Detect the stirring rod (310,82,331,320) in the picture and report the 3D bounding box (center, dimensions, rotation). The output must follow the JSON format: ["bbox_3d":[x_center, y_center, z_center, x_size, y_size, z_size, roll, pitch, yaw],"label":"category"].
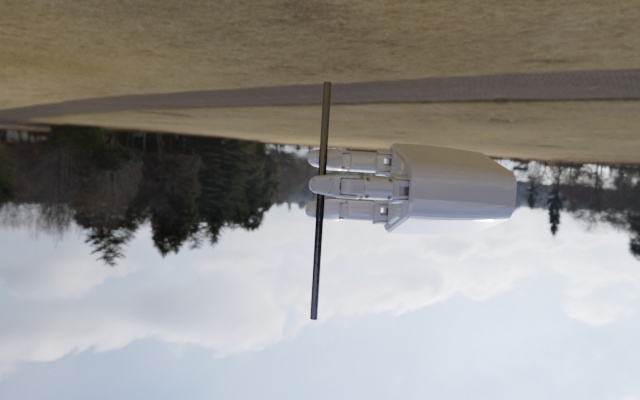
[{"bbox_3d":[0.000,0.001,0.484,0.011,0.239,0.011,3,3,0],"label":"stirring rod"}]
